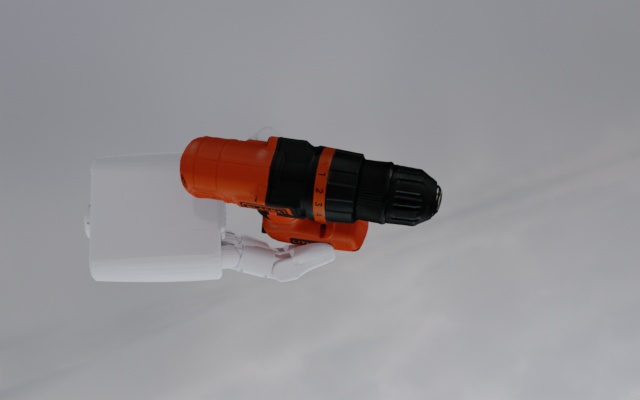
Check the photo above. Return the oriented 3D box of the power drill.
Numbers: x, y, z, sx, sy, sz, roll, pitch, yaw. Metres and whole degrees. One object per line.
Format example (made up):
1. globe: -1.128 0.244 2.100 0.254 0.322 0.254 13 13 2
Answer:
1. power drill: 0.000 0.001 0.401 0.184 0.057 0.188 10 -13 10
